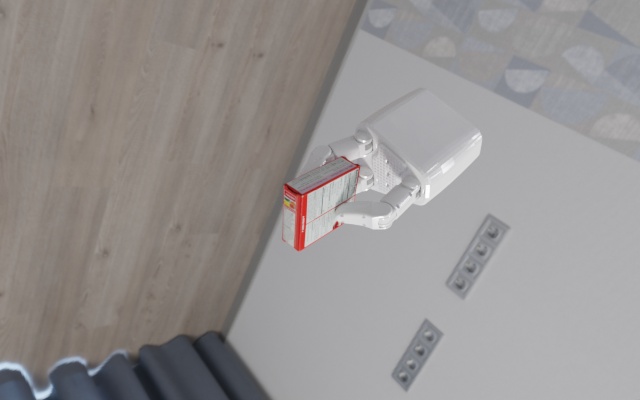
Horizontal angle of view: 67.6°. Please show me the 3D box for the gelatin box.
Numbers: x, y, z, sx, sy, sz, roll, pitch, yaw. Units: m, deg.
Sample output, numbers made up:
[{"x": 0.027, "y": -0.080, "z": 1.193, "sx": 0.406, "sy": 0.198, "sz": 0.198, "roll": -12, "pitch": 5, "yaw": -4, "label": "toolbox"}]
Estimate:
[{"x": 0.000, "y": 0.002, "z": 0.505, "sx": 0.030, "sy": 0.073, "sz": 0.089, "roll": 32, "pitch": 44, "yaw": 31, "label": "gelatin box"}]
